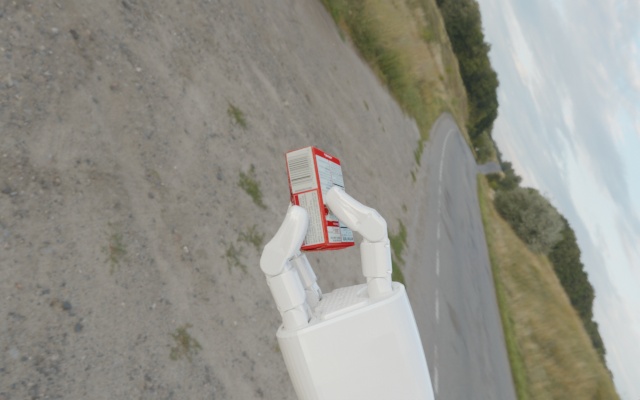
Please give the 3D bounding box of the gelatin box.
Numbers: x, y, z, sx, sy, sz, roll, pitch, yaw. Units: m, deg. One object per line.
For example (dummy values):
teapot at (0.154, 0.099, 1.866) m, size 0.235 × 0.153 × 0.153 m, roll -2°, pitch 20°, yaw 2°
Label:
gelatin box at (0.000, 0.001, 0.434) m, size 0.030 × 0.089 × 0.073 m, roll -12°, pitch -8°, yaw 20°
